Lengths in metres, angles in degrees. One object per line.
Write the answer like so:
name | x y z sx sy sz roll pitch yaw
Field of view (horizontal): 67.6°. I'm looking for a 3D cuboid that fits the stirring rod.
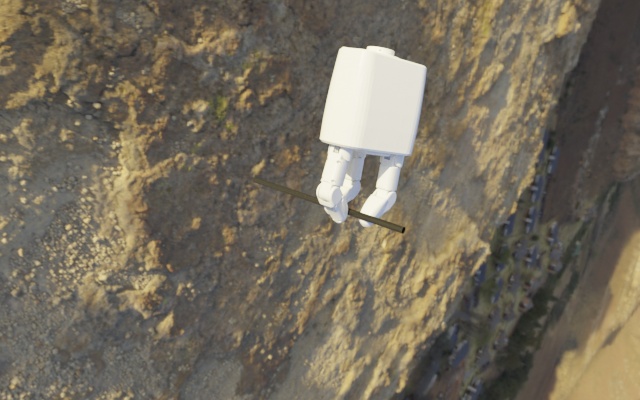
stirring rod | 0.000 0.002 0.600 0.239 0.011 0.011 19 11 36
